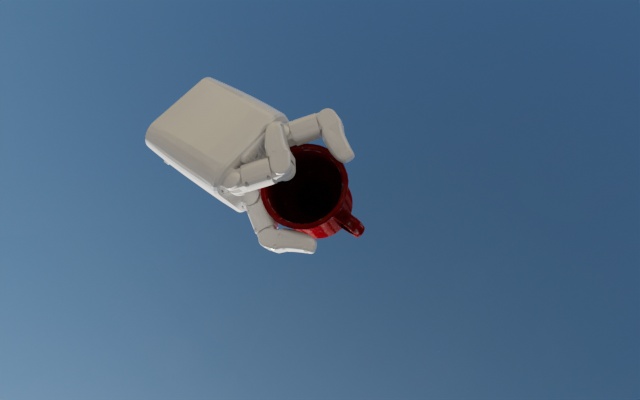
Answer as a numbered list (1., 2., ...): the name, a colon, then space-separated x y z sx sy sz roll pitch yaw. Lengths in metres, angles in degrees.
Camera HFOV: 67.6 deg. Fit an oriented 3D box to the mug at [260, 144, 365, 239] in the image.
1. mug: 0.001 0.002 0.524 0.117 0.093 0.081 33 -7 19
